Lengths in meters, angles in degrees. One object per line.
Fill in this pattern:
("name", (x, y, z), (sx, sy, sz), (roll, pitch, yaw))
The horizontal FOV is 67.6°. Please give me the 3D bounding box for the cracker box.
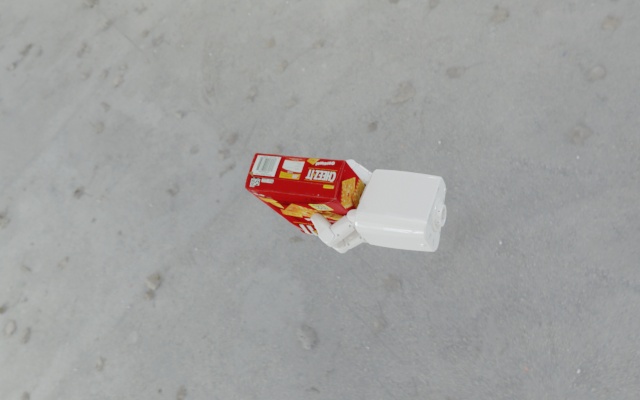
("cracker box", (0.000, 0.002, 0.795), (0.164, 0.072, 0.214), (7, -20, 28))
